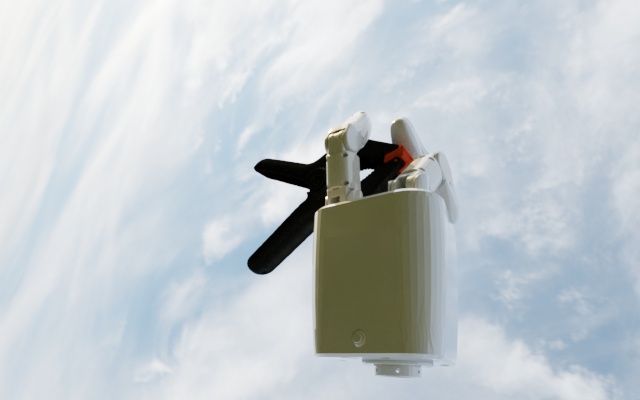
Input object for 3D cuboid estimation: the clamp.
[{"bbox_3d":[0.001,0.001,0.416,0.171,0.120,0.039,-13,-26,36],"label":"clamp"}]
